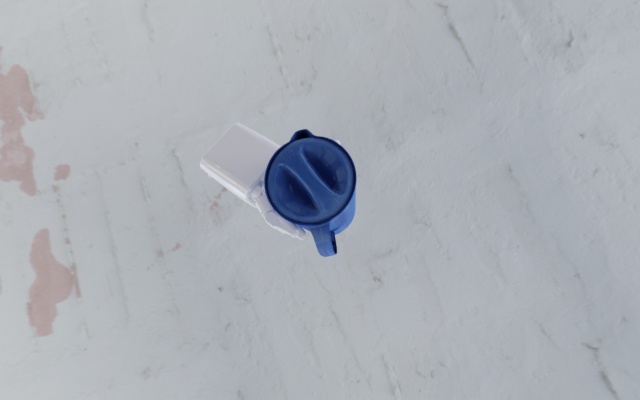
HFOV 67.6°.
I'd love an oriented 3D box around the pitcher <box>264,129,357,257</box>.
[{"bbox_3d":[0.000,0.002,0.786,0.145,0.149,0.243,31,-6,12],"label":"pitcher"}]
